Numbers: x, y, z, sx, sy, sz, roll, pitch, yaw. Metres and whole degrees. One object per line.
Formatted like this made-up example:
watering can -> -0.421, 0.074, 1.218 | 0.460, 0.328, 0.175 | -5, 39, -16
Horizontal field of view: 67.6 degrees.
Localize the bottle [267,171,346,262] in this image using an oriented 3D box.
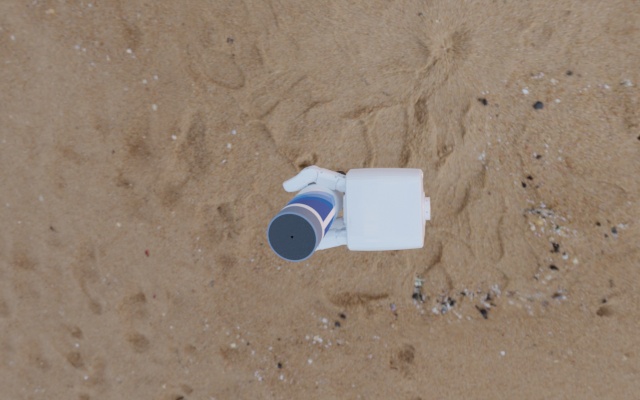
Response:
bottle -> 0.000, 0.002, 0.726 | 0.069, 0.069, 0.295 | 0, 17, 15
